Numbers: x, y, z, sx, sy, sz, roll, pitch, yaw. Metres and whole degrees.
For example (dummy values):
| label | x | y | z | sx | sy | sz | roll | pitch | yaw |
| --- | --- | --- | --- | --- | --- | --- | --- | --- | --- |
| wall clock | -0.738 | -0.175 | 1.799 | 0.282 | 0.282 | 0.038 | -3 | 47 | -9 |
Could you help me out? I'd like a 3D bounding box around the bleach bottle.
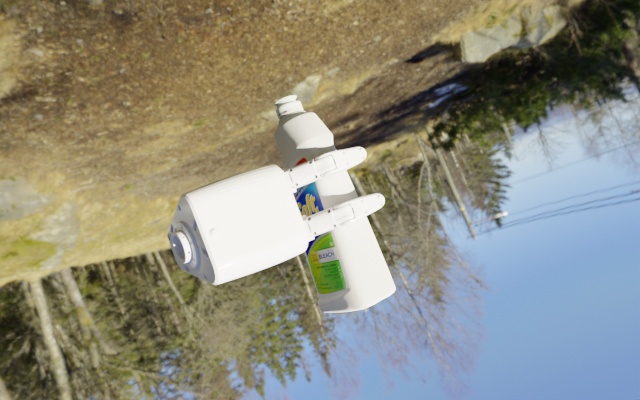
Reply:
| label | x | y | z | sx | sy | sz | roll | pitch | yaw |
| --- | --- | --- | --- | --- | --- | --- | --- | --- | --- |
| bleach bottle | 0.000 | 0.002 | 0.560 | 0.068 | 0.251 | 0.102 | -20 | -2 | -34 |
